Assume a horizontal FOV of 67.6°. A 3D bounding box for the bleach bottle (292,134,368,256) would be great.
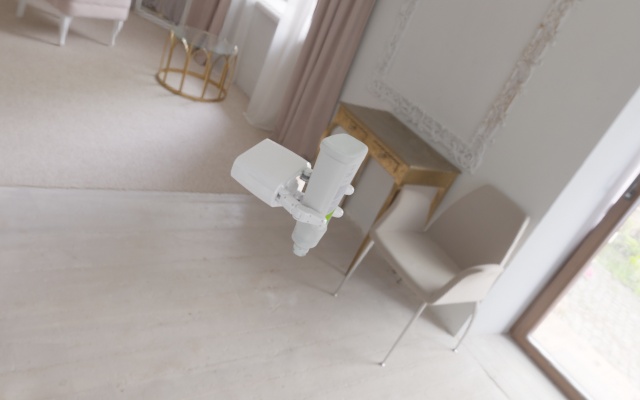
[{"bbox_3d":[0.000,0.003,0.881,0.068,0.251,0.102,33,29,16],"label":"bleach bottle"}]
